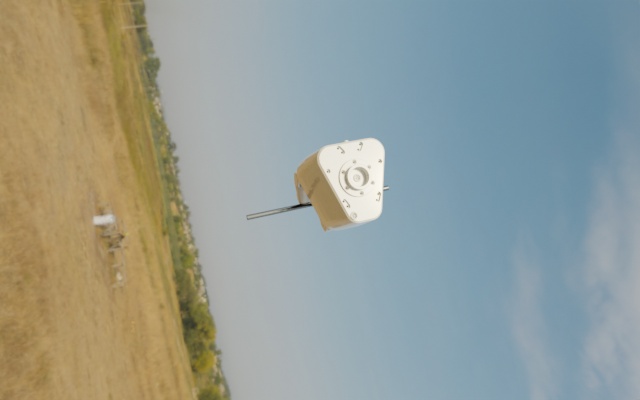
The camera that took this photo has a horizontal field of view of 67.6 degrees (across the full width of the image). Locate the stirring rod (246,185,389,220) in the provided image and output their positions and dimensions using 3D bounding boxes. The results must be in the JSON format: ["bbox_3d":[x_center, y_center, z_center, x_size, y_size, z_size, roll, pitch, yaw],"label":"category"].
[{"bbox_3d":[0.000,0.003,0.768,0.239,0.011,0.011,-12,3,-16],"label":"stirring rod"}]
